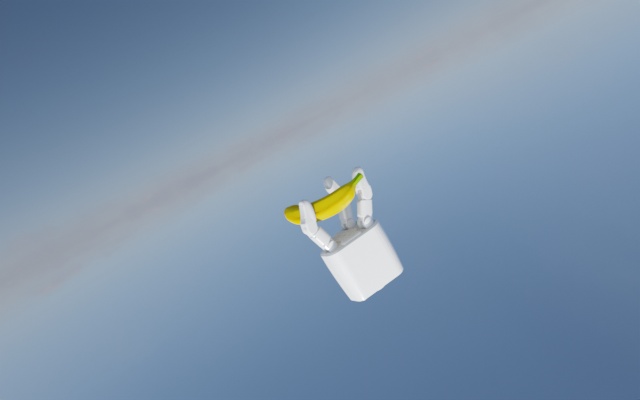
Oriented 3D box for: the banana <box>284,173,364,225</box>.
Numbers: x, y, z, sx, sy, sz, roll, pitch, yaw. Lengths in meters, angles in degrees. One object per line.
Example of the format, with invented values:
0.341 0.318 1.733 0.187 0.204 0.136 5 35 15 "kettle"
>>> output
-0.005 0.012 0.854 0.198 0.037 0.069 -23 20 39 "banana"
